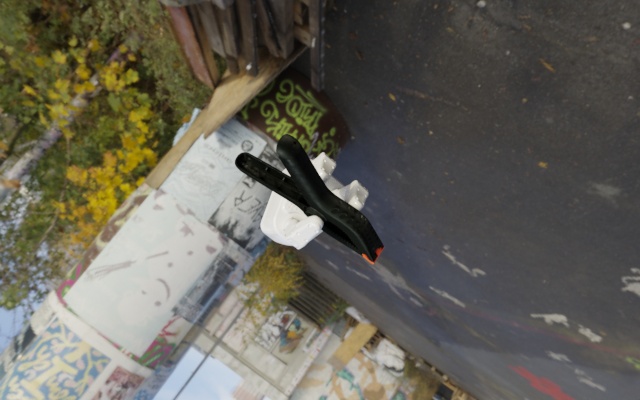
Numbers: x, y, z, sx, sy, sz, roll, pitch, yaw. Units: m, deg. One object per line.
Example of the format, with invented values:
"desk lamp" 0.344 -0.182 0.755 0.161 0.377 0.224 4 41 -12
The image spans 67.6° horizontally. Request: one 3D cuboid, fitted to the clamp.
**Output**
"clamp" 0.000 0.003 0.553 0.210 0.036 0.164 39 -16 -12
